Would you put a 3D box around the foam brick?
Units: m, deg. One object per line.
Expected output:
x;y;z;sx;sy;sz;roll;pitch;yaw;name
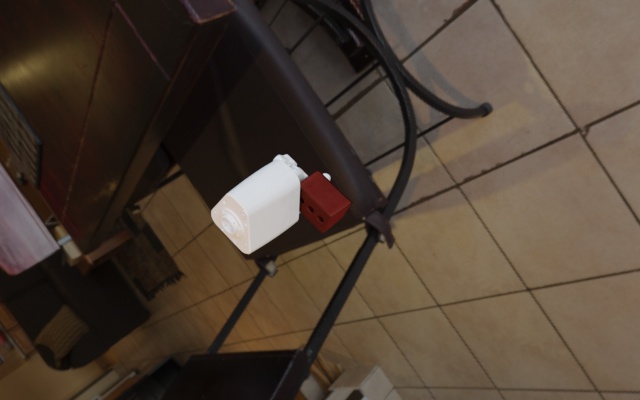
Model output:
0.000;0.003;0.761;0.051;0.078;0.053;-37;-16;-35;foam brick
